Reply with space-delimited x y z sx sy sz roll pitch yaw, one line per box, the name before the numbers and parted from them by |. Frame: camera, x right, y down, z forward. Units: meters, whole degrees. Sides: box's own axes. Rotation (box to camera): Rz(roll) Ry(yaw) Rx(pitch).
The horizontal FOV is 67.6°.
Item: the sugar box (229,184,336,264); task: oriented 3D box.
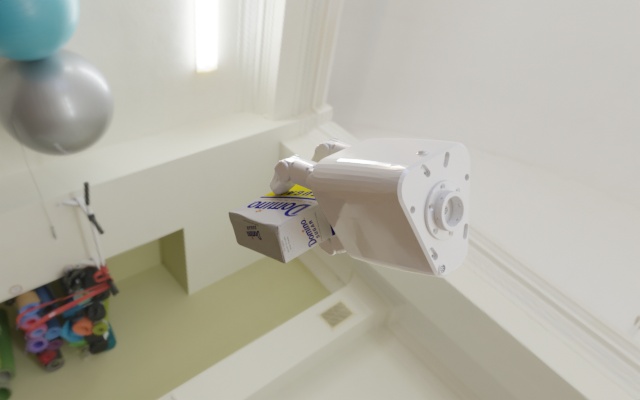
sugar box | 0.000 0.001 0.517 0.176 0.048 0.093 -25 23 -34
